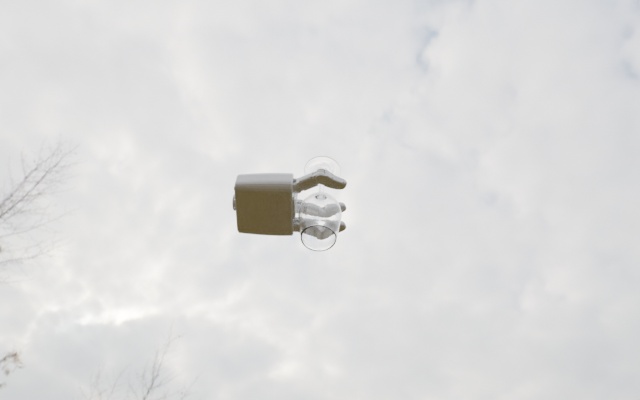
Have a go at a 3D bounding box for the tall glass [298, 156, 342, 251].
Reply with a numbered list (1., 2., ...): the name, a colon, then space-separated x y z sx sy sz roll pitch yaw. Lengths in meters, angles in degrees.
1. tall glass: 0.000 0.002 0.888 0.079 0.079 0.200 0 39 2
